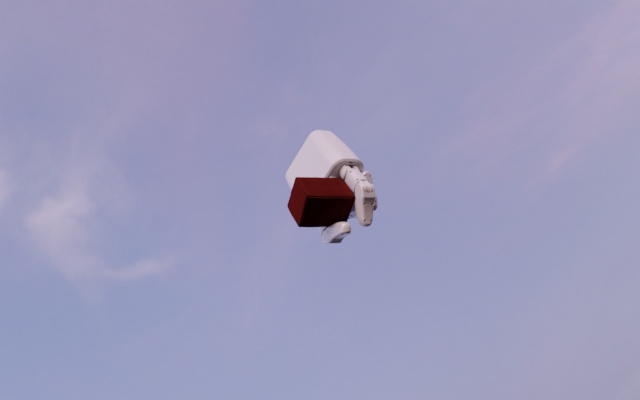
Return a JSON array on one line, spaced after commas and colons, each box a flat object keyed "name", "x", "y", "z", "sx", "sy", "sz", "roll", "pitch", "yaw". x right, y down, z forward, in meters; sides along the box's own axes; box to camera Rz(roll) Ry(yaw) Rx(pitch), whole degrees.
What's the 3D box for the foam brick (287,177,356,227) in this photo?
[{"name": "foam brick", "x": 0.000, "y": 0.002, "z": 0.677, "sx": 0.078, "sy": 0.053, "sz": 0.051, "roll": 1, "pitch": 35, "yaw": -28}]
